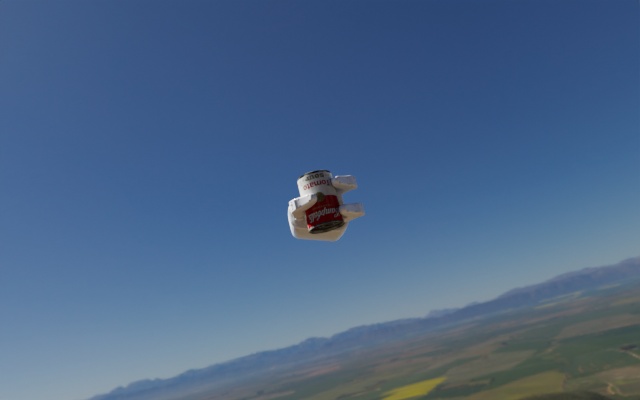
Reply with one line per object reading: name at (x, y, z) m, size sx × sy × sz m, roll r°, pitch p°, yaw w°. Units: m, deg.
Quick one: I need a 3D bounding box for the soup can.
soup can at (0.000, 0.002, 0.881) m, size 0.068 × 0.102 × 0.068 m, roll -13°, pitch -16°, yaw -4°
